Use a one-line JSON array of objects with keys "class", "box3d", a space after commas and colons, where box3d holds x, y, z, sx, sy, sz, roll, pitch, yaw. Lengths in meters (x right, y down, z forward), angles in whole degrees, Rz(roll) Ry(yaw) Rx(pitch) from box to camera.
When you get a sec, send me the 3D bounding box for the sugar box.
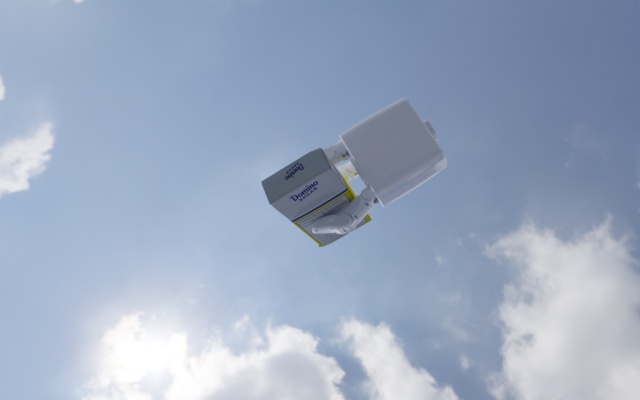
[{"class": "sugar box", "box3d": [0.000, 0.002, 0.670, 0.093, 0.048, 0.176, -30, -34, 8]}]
